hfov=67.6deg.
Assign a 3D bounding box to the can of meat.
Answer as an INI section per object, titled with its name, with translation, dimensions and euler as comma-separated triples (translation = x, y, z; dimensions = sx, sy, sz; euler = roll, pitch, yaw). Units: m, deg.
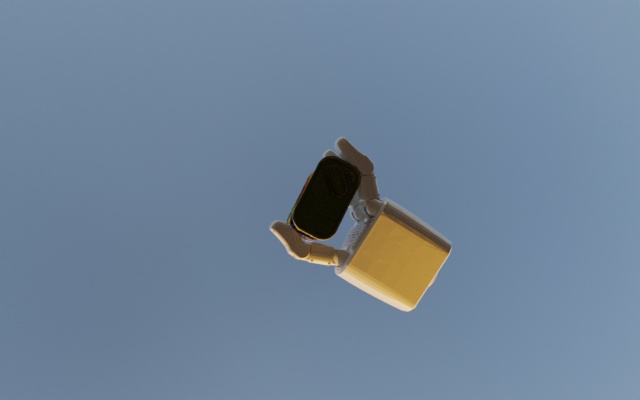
[can of meat]
translation = 0.000, 0.002, 0.612
dimensions = 0.057, 0.102, 0.084
euler = 28, -13, -7
